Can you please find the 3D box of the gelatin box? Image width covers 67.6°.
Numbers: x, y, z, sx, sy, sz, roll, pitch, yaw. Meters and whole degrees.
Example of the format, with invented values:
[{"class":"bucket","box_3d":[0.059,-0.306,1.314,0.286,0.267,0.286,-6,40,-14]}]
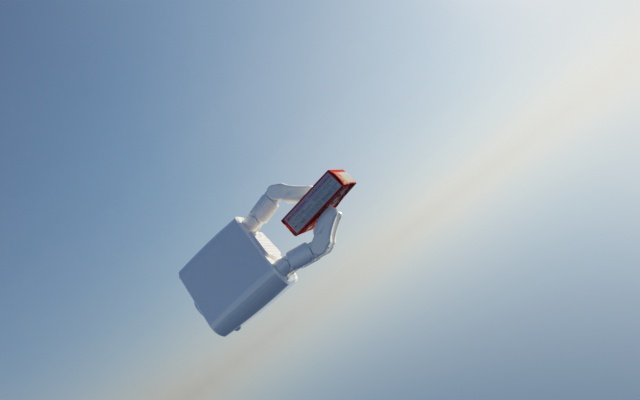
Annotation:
[{"class":"gelatin box","box_3d":[0.000,0.001,0.596,0.030,0.089,0.073,45,14,9]}]
